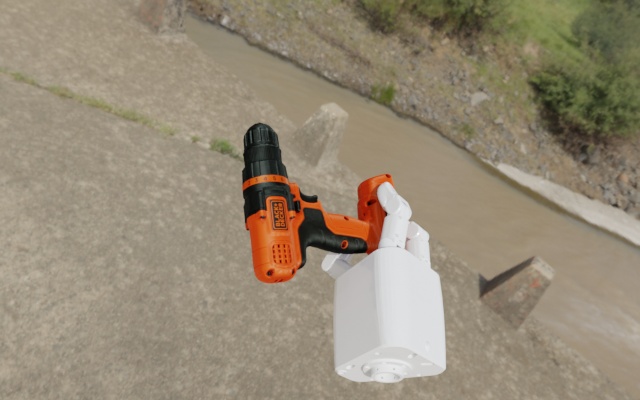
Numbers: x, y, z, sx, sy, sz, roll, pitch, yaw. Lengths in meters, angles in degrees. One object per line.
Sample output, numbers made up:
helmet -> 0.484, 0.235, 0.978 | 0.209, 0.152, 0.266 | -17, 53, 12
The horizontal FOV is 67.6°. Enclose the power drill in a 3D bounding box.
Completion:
power drill -> 0.001, 0.002, 0.558 | 0.187, 0.184, 0.057 | 2, -20, -27
